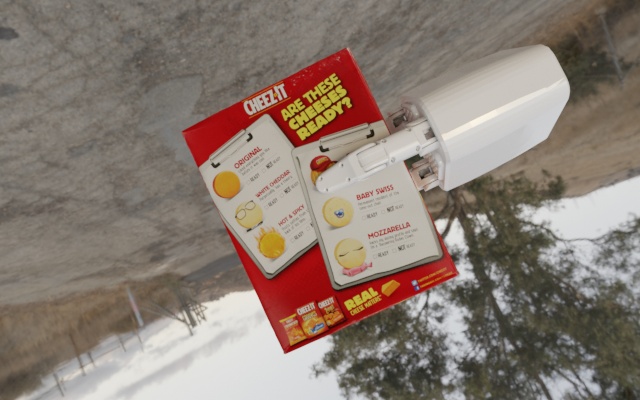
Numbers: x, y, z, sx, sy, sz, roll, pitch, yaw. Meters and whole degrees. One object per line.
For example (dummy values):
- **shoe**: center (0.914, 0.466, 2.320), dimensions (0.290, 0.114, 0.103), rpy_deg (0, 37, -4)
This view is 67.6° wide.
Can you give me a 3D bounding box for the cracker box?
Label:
- **cracker box**: center (0.000, 0.002, 0.432), dimensions (0.164, 0.213, 0.072), rpy_deg (-26, -4, 4)
